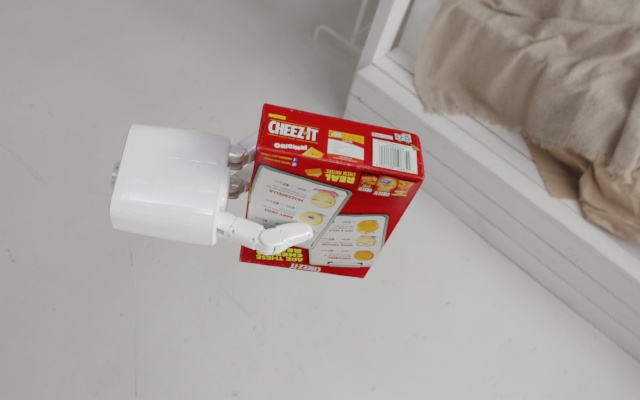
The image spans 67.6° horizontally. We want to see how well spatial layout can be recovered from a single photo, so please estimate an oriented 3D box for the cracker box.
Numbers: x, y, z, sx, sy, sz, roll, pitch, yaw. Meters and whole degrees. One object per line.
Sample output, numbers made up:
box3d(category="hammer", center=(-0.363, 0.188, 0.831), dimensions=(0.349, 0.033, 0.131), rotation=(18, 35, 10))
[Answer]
box3d(category="cracker box", center=(0.000, 0.002, 0.540), dimensions=(0.164, 0.072, 0.214), rotation=(9, -37, -8))
